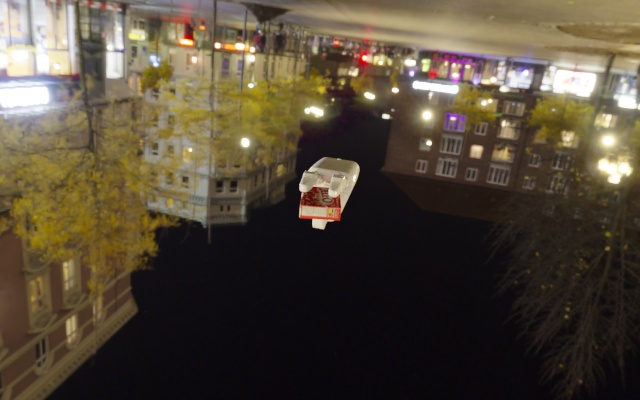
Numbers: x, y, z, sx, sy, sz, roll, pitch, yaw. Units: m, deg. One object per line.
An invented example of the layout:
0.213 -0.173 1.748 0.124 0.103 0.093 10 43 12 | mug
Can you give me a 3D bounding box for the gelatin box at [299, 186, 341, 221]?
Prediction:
0.000 0.003 0.882 0.073 0.030 0.089 4 26 -1 | gelatin box
